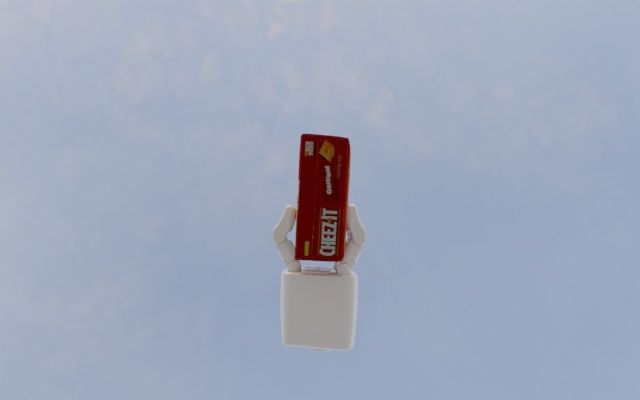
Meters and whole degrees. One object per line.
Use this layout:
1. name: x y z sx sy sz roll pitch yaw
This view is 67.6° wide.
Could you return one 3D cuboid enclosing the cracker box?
1. cracker box: 0.000 0.002 0.712 0.072 0.164 0.214 3 -3 -2
